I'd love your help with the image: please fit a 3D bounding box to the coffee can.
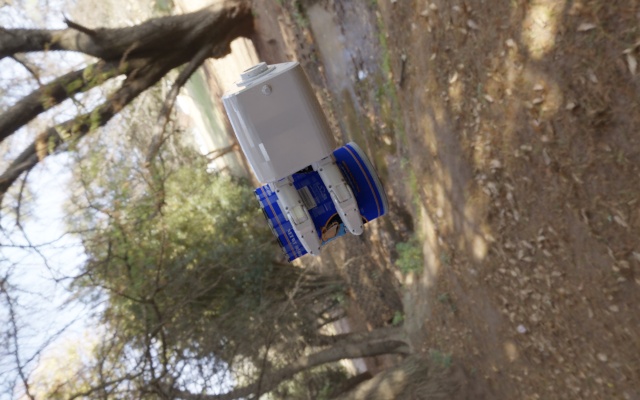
[{"bbox_3d":[0.000,0.002,0.603,0.140,0.103,0.103,-27,3,-6],"label":"coffee can"}]
